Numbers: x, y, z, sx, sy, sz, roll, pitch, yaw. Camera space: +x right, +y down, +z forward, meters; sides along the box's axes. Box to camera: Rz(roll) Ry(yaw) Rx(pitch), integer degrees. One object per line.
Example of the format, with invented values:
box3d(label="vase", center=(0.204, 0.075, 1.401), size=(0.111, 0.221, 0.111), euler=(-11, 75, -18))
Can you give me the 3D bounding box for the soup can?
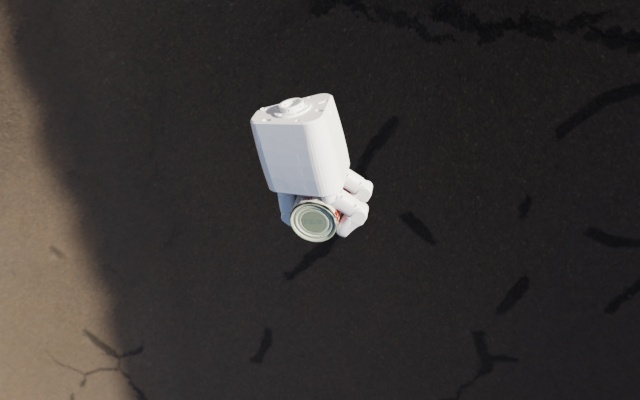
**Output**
box3d(label="soup can", center=(0.000, 0.003, 0.682), size=(0.068, 0.068, 0.102), euler=(0, 34, 13))
